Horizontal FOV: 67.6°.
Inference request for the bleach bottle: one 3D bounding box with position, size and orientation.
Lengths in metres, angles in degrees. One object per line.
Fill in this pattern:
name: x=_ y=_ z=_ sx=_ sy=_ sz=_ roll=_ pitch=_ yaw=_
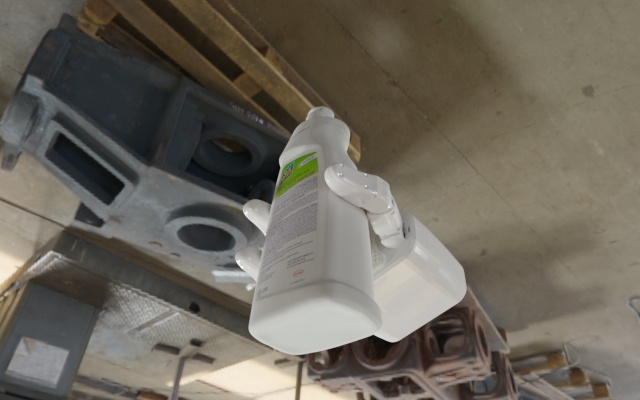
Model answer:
bleach bottle: x=0.000 y=0.001 z=0.429 sx=0.102 sy=0.250 sz=0.068 roll=-27 pitch=-49 yaw=32
